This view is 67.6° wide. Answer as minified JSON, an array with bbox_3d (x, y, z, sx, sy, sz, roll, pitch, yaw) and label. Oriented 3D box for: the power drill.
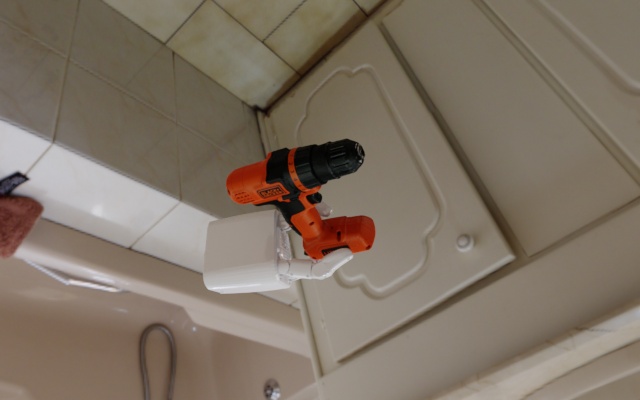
[{"bbox_3d":[0.000,0.002,0.615,0.184,0.057,0.188,-12,-41,28],"label":"power drill"}]
